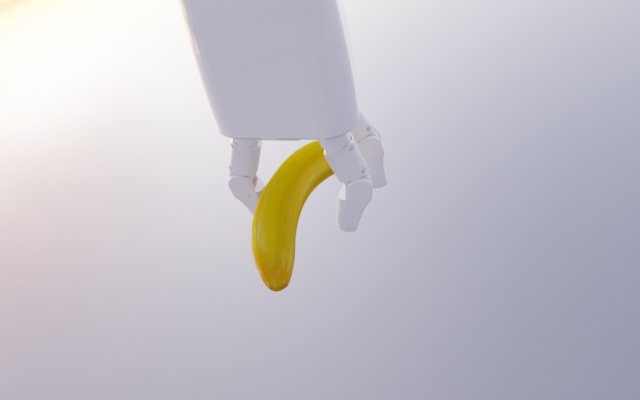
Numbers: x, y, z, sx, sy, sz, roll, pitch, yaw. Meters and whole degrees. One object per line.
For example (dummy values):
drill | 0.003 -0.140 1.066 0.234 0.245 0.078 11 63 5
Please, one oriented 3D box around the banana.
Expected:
banana | -0.015 -0.005 0.413 0.069 0.037 0.197 16 43 22
